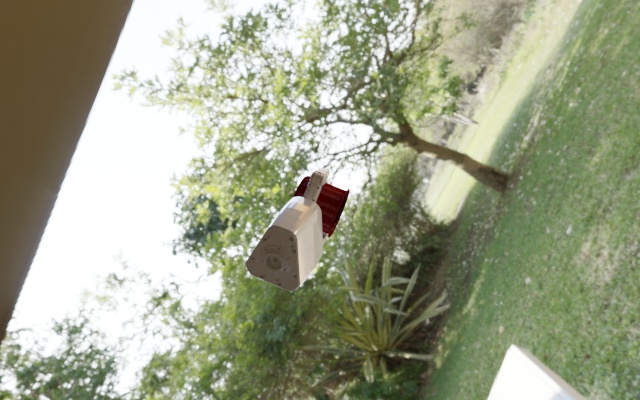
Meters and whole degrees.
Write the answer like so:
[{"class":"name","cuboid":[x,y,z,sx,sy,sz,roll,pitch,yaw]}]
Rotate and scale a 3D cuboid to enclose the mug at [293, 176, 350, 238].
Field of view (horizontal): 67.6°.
[{"class":"mug","cuboid":[0.000,0.002,0.846,0.081,0.093,0.117,22,27,8]}]
